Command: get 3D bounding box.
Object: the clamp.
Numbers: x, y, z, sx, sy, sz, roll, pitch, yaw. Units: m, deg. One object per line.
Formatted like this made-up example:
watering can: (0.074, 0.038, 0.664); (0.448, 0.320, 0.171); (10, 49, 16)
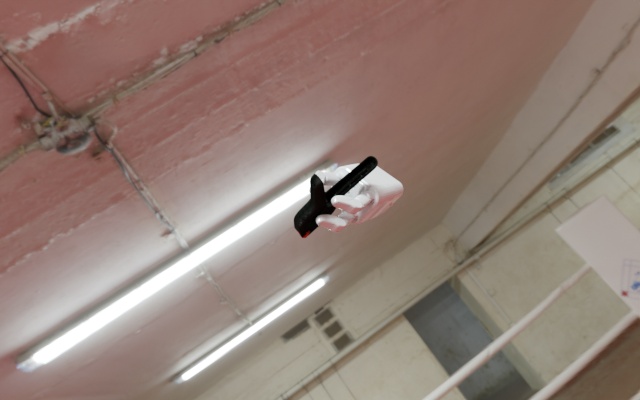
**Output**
clamp: (0.000, 0.003, 0.874); (0.164, 0.036, 0.210); (-15, -28, -49)
